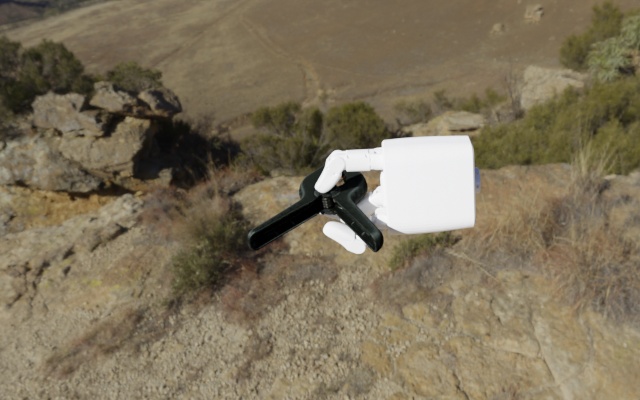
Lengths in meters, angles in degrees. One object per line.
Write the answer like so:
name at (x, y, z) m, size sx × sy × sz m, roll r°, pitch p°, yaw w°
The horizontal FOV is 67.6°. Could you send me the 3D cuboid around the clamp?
clamp at (0.000, 0.001, 0.630) m, size 0.164 × 0.036 × 0.209 m, roll -3°, pitch 31°, yaw 9°
